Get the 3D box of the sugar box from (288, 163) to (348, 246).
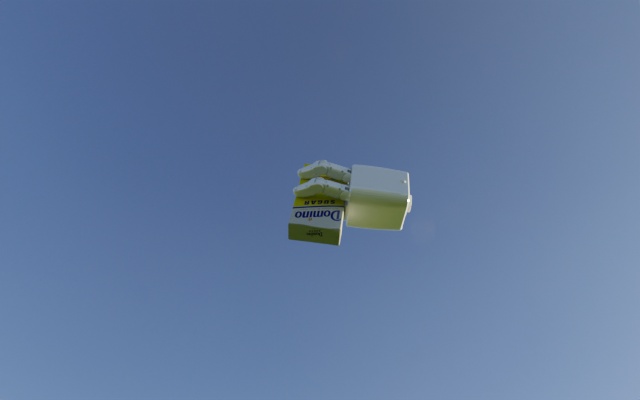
[{"bbox_3d":[0.000,0.002,0.881,0.093,0.048,0.176,7,39,3],"label":"sugar box"}]
